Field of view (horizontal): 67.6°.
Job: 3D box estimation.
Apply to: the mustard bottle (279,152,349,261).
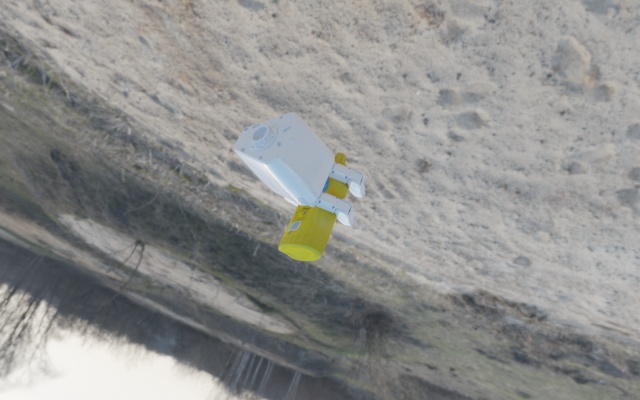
[{"bbox_3d":[0.000,0.003,0.783,0.058,0.191,0.096,33,-24,-22],"label":"mustard bottle"}]
